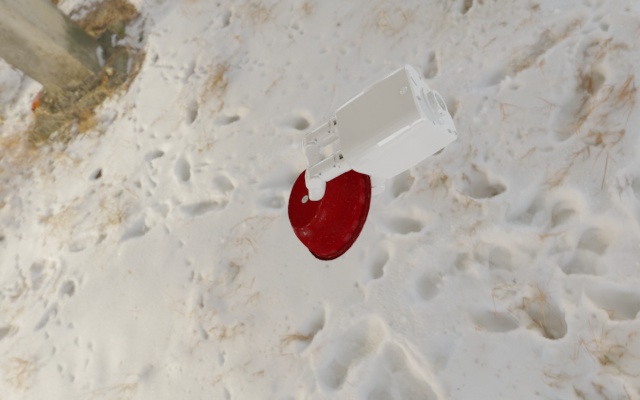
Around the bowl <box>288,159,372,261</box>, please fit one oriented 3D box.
[{"bbox_3d":[-0.001,0.003,0.683,0.055,0.162,0.162,17,-9,-32],"label":"bowl"}]
